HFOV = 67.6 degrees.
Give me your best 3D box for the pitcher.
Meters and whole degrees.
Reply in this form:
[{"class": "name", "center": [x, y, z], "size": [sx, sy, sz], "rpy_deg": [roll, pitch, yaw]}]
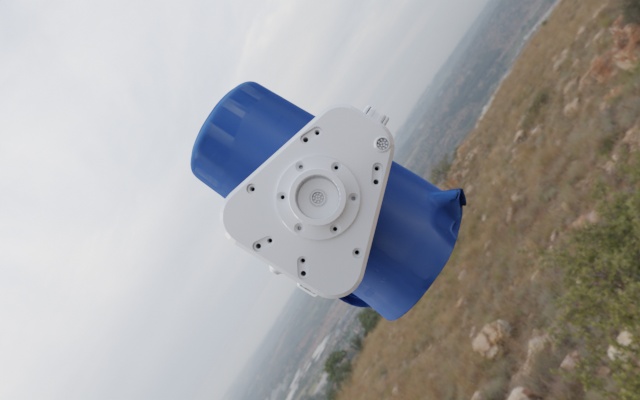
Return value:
[{"class": "pitcher", "center": [0.000, 0.001, 0.461], "size": [0.243, 0.149, 0.145], "rpy_deg": [33, -2, 2]}]
